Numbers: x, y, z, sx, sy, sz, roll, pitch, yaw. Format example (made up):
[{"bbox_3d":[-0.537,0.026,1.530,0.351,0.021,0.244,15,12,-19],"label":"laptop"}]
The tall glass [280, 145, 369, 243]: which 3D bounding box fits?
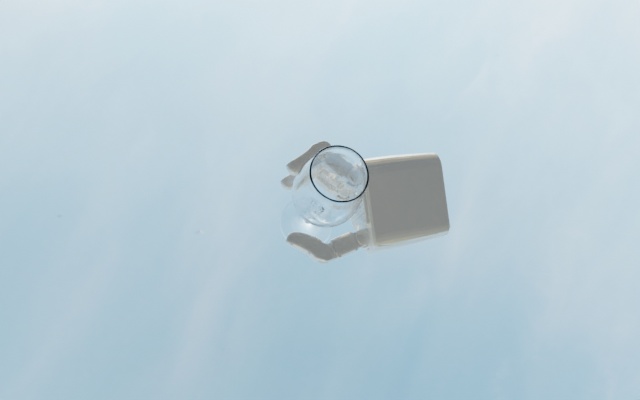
[{"bbox_3d":[0.000,0.002,0.569,0.079,0.079,0.201,0,-17,-11],"label":"tall glass"}]
